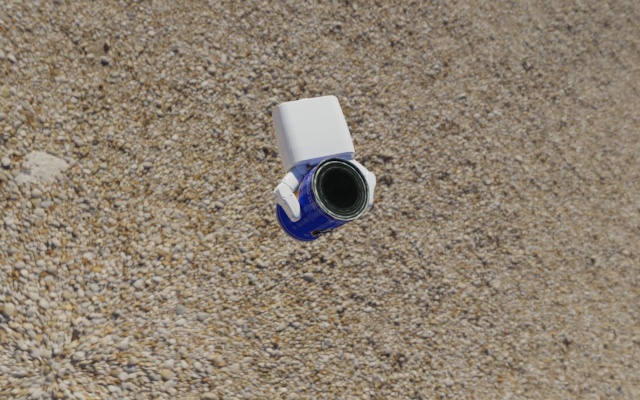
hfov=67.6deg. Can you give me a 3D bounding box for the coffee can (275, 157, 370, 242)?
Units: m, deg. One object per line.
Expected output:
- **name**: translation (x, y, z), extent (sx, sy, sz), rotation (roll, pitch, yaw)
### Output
- **coffee can**: translation (0.000, 0.003, 0.781), extent (0.103, 0.102, 0.140), rotation (0, -17, -29)
